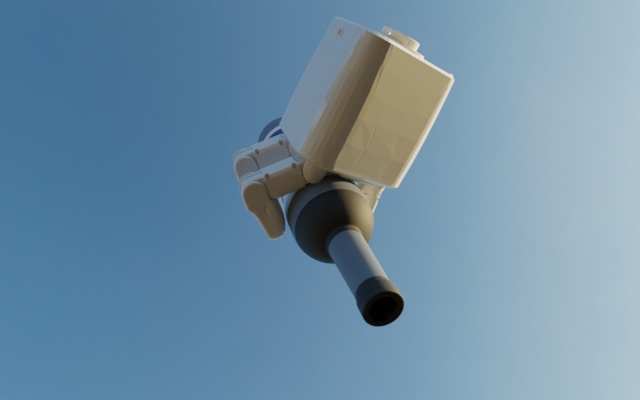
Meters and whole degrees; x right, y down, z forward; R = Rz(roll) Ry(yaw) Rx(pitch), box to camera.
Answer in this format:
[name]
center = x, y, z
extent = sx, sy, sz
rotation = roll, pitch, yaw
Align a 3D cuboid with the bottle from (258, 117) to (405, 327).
[bottle]
center = 0.000, 0.001, 0.414
extent = 0.069, 0.069, 0.295
rotation = 0, 26, -17
